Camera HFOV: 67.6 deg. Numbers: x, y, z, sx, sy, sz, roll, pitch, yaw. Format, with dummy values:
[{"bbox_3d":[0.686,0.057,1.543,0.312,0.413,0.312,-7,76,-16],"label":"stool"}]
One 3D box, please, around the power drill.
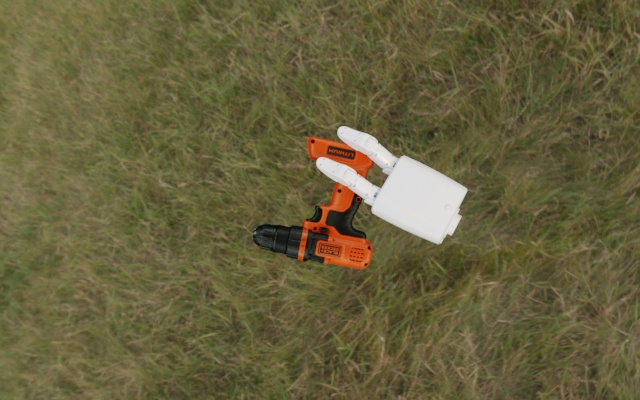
[{"bbox_3d":[0.000,0.002,0.731,0.184,0.187,0.057,11,3,-3],"label":"power drill"}]
